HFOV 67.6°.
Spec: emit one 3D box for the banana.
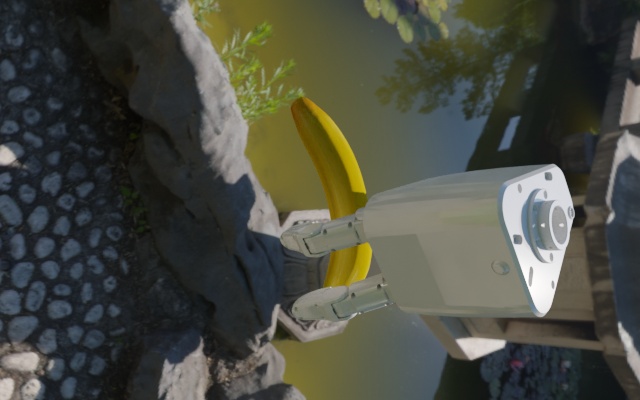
[{"bbox_3d":[0.014,0.004,0.438,0.069,0.198,0.037,-5,-2,-41],"label":"banana"}]
